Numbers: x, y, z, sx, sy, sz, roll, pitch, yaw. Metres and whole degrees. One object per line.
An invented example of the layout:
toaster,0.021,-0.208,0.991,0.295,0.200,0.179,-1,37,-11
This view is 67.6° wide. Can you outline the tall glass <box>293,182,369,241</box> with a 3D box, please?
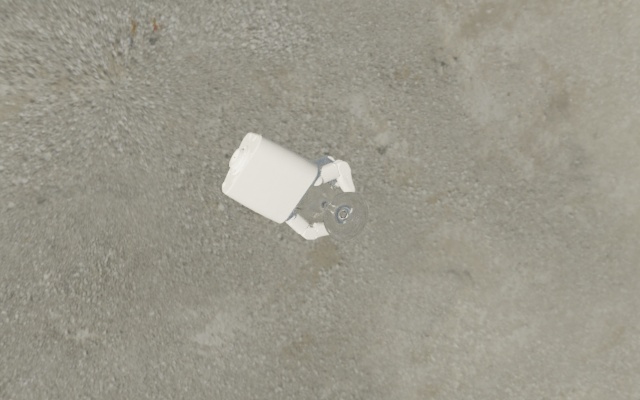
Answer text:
tall glass,0.000,0.003,0.785,0.079,0.079,0.201,0,12,-23
